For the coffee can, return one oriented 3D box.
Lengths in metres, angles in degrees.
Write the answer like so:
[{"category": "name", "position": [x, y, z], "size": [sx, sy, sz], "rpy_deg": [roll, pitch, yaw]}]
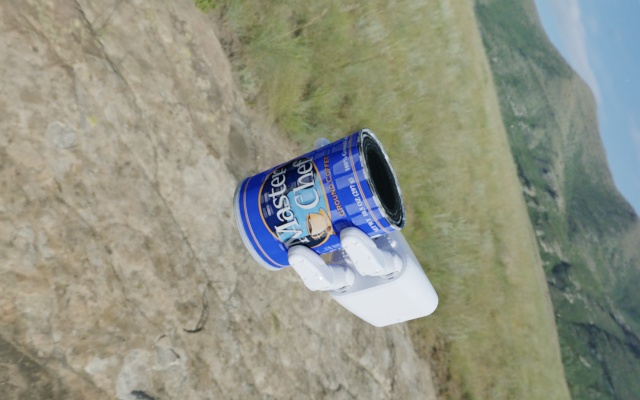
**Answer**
[{"category": "coffee can", "position": [0.000, 0.001, 0.476], "size": [0.140, 0.103, 0.103], "rpy_deg": [-21, -8, 22]}]
